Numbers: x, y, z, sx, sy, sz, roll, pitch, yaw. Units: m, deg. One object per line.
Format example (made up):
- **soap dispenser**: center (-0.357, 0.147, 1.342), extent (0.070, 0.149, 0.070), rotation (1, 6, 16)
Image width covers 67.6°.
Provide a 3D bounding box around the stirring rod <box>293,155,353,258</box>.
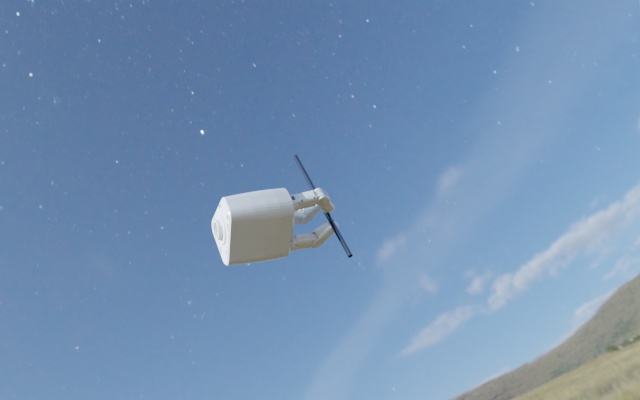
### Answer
- **stirring rod**: center (0.000, 0.003, 0.830), extent (0.011, 0.239, 0.011), rotation (-19, -36, -14)
